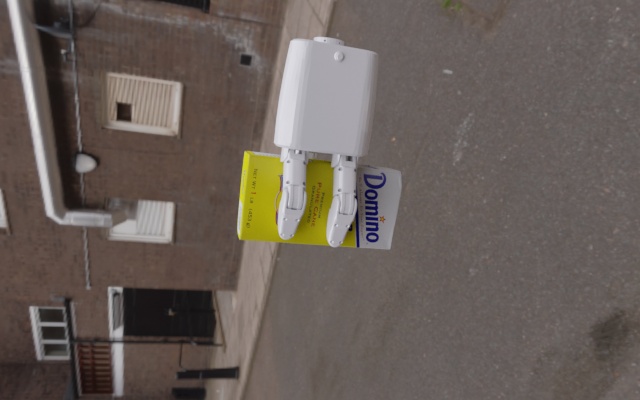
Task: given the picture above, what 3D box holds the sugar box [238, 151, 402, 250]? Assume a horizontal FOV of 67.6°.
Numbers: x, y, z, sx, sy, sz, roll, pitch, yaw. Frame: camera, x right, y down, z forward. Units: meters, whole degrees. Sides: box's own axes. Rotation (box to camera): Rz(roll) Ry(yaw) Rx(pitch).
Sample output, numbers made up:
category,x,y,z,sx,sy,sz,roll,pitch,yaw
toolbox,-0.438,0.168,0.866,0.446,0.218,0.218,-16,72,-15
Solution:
category,x,y,z,sx,sy,sz,roll,pitch,yaw
sugar box,0.000,0.002,0.531,0.176,0.093,0.048,5,11,-15
